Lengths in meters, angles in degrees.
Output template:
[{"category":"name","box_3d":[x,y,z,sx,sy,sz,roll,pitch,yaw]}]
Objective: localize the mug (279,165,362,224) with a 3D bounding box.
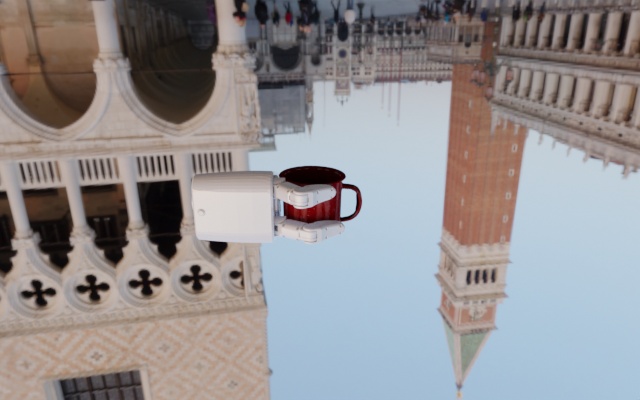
[{"category":"mug","box_3d":[0.002,0.002,0.673,0.117,0.081,0.093,1,20,1]}]
